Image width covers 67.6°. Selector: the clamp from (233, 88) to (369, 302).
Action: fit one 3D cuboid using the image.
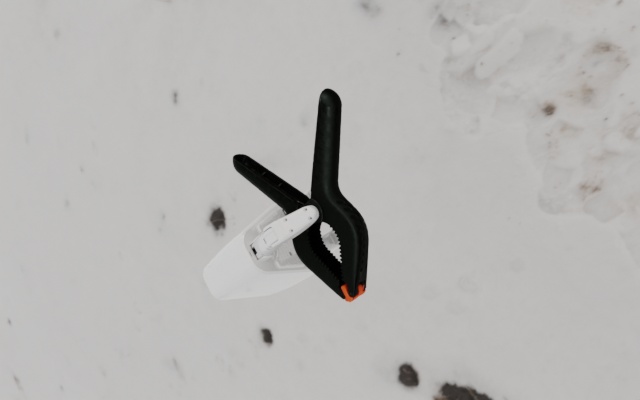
[{"bbox_3d":[0.000,0.002,0.499,0.165,0.210,0.036,-37,-11,39],"label":"clamp"}]
